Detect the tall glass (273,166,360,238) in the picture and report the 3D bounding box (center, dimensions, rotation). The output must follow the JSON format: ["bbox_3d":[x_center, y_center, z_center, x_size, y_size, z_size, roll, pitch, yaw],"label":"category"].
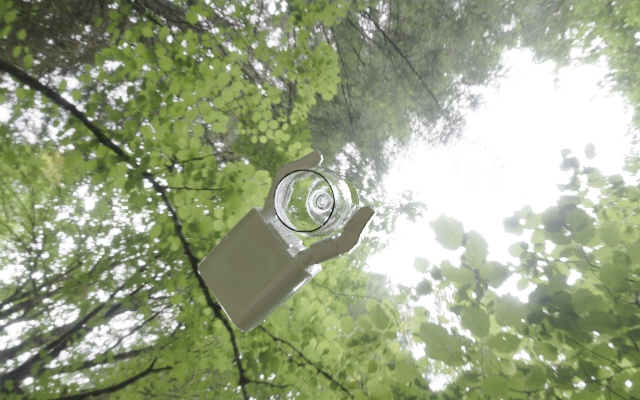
[{"bbox_3d":[0.000,0.002,0.558,0.079,0.079,0.201,0,-1,9],"label":"tall glass"}]
